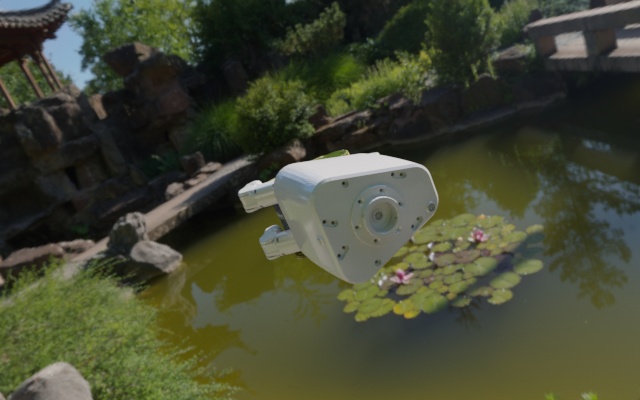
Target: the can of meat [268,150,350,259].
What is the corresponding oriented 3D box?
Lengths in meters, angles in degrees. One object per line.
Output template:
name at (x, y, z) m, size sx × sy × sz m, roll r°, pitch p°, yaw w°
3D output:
can of meat at (0.000, 0.001, 0.523) m, size 0.102 × 0.084 × 0.057 m, roll -26°, pitch 16°, yaw -10°
